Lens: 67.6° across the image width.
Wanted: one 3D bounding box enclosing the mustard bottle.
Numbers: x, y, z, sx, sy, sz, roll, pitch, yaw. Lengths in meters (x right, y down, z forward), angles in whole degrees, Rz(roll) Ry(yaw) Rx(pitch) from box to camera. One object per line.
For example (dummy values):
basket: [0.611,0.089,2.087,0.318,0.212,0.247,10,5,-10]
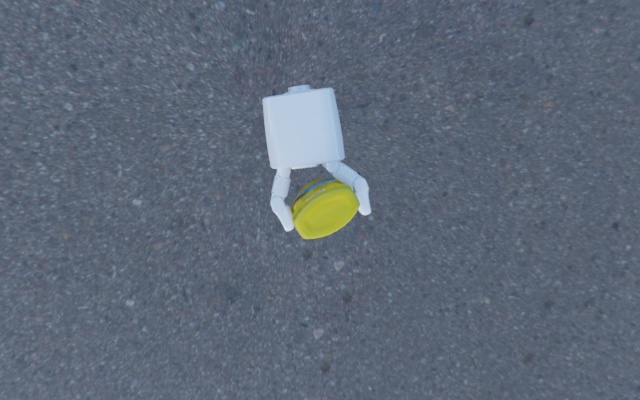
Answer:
mustard bottle: [0.000,0.003,0.747,0.096,0.058,0.191,-33,11,1]
